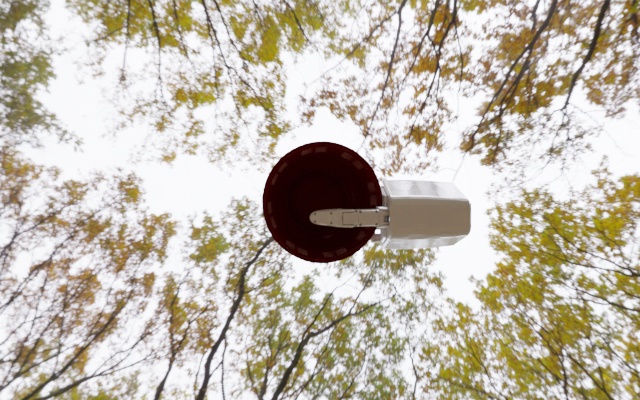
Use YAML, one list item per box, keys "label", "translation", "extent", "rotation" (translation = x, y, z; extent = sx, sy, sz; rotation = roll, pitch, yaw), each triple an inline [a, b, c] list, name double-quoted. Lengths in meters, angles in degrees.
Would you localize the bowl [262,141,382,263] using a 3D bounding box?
- label: "bowl"
  translation: [-0.001, 0.002, 0.654]
  extent: [0.162, 0.162, 0.055]
  rotation: [0, 2, -9]
